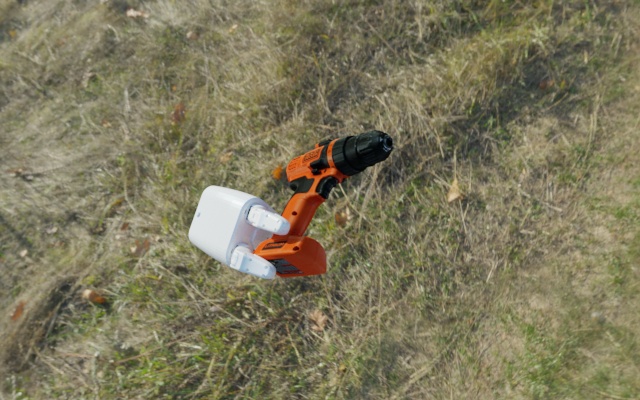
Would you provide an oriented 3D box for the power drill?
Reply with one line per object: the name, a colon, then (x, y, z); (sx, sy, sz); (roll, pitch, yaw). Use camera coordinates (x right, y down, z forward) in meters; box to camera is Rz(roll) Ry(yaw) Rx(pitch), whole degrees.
power drill: (0.000, 0.002, 0.602); (0.057, 0.187, 0.184); (39, -33, -26)
